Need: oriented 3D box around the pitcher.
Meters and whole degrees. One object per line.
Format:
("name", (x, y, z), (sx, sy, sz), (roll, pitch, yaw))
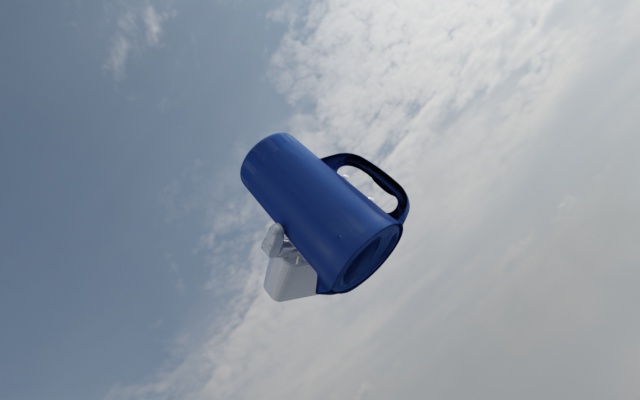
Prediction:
("pitcher", (0.000, 0.002, 0.698), (0.149, 0.145, 0.242), (-23, 57, -39))
